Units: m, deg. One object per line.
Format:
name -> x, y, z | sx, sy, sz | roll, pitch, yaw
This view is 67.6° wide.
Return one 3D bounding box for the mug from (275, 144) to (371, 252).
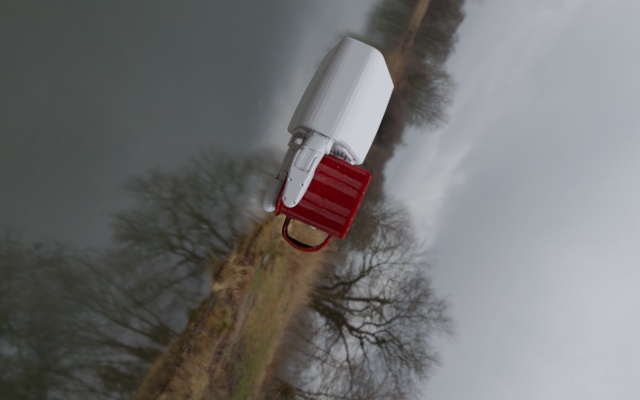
mug -> 0.000, 0.003, 0.532 | 0.081, 0.117, 0.093 | 24, -2, 4
